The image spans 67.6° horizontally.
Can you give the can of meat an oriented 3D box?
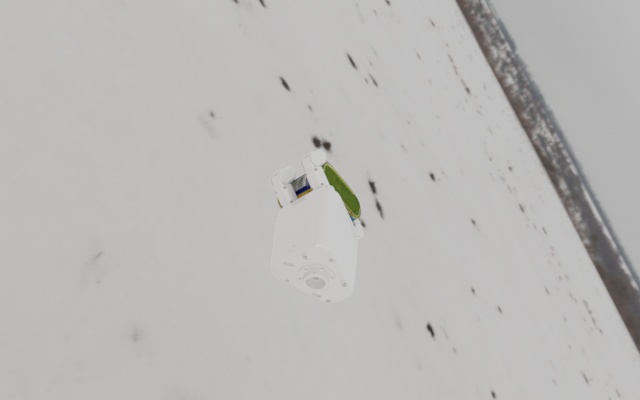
[{"bbox_3d":[0.000,0.002,0.716,0.084,0.102,0.057,-28,29,27],"label":"can of meat"}]
